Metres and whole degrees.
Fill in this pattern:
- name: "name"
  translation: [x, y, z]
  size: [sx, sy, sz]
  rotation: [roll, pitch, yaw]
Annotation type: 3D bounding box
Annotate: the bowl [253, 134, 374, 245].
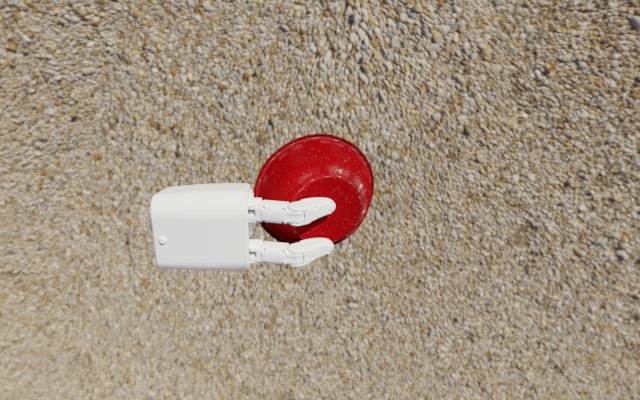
- name: "bowl"
  translation: [0.001, 0.002, 0.594]
  size: [0.162, 0.162, 0.055]
  rotation: [0, 25, -17]
